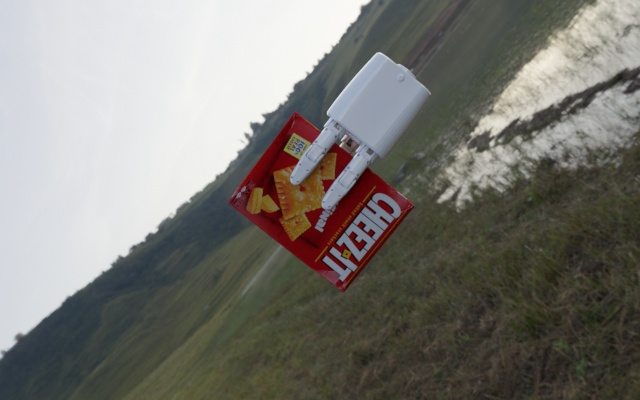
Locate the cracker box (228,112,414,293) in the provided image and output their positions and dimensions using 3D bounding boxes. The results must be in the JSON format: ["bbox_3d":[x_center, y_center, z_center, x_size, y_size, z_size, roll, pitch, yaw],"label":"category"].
[{"bbox_3d":[0.000,0.002,0.692,0.213,0.164,0.072,38,7,0],"label":"cracker box"}]
